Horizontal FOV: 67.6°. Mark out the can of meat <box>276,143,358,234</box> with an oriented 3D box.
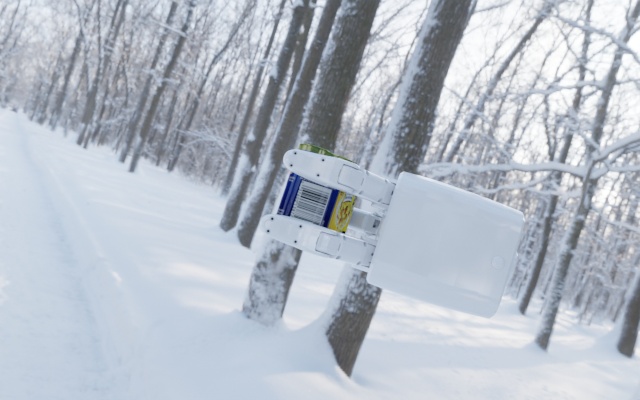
[{"bbox_3d":[0.000,0.001,0.439,0.057,0.084,0.102,18,-2,14],"label":"can of meat"}]
